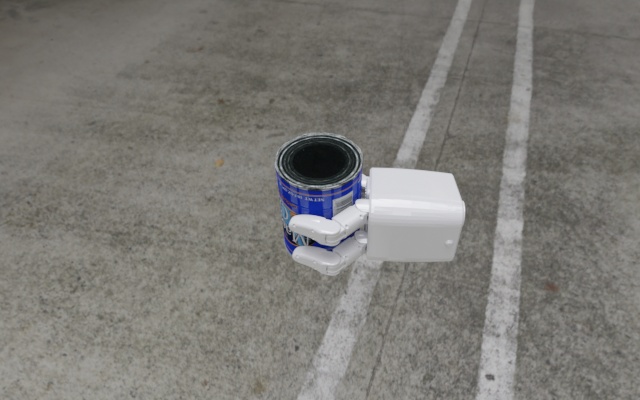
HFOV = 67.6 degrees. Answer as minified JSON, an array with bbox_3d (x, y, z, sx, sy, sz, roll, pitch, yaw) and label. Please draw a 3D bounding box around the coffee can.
[{"bbox_3d":[0.000,0.002,0.595,0.103,0.140,0.102,-1,44,1],"label":"coffee can"}]
